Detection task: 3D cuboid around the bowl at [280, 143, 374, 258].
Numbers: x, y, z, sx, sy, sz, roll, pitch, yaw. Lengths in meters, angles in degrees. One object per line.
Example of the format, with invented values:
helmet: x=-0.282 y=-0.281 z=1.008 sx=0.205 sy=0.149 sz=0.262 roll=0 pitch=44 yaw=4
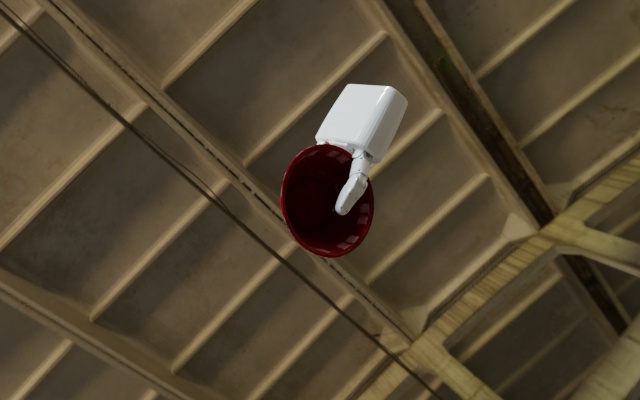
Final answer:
bowl: x=-0.001 y=0.003 z=0.691 sx=0.162 sy=0.162 sz=0.055 roll=0 pitch=-6 yaw=-35
